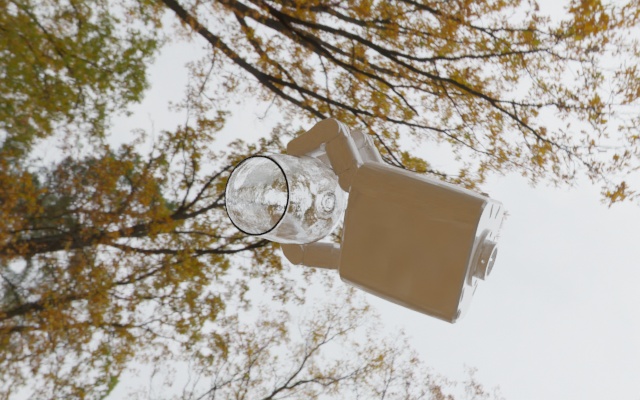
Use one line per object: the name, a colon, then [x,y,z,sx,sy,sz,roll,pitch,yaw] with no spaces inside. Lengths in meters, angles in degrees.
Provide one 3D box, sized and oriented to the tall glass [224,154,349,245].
tall glass: [0.000,0.002,0.446,0.079,0.079,0.201,0,-3,30]
